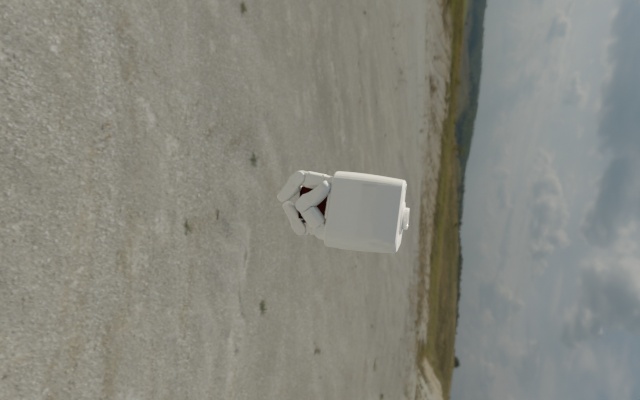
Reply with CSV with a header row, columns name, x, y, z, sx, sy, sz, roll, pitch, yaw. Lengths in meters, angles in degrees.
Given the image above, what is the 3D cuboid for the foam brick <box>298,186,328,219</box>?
name,x,y,z,sx,sy,sz,roll,pitch,yaw
foam brick,0.000,0.002,0.776,0.051,0.053,0.078,6,7,14
